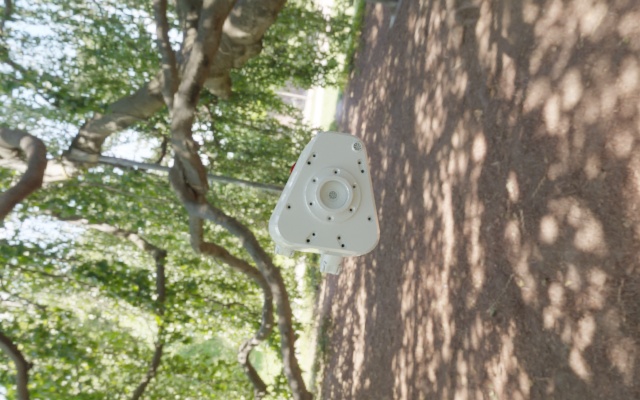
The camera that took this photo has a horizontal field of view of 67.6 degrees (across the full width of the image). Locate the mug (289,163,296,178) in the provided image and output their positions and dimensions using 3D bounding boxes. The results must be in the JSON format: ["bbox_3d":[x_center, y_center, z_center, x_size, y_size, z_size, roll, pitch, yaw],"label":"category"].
[{"bbox_3d":[0.000,0.002,0.572,0.081,0.093,0.117,9,-6,-6],"label":"mug"}]
